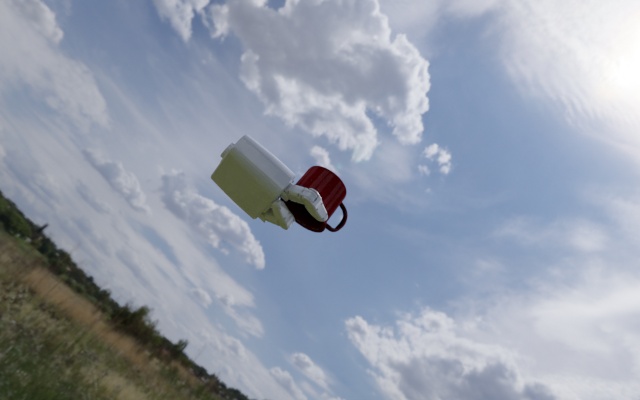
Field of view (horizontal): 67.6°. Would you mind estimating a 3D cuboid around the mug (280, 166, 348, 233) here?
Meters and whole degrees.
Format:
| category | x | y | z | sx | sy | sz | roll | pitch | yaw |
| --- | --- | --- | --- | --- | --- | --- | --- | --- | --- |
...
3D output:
| category | x | y | z | sx | sy | sz | roll | pitch | yaw |
| --- | --- | --- | --- | --- | --- | --- | --- | --- | --- |
| mug | 0.001 | 0.003 | 0.821 | 0.117 | 0.081 | 0.093 | 43 | -26 | -9 |
